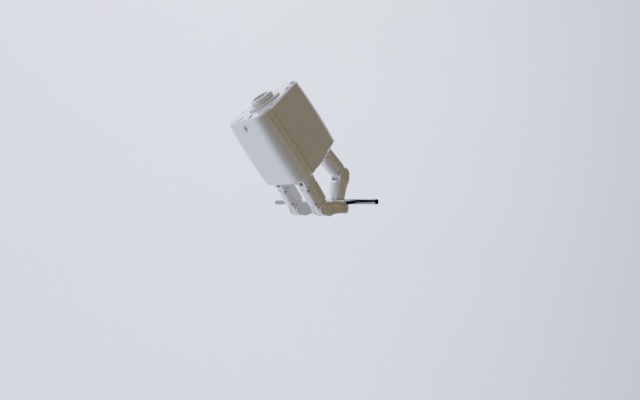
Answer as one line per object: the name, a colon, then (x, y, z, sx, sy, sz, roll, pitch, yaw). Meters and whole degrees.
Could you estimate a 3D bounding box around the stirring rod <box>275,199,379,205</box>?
stirring rod: (0.000, 0.002, 0.745, 0.011, 0.011, 0.239, 0, 0, -40)
